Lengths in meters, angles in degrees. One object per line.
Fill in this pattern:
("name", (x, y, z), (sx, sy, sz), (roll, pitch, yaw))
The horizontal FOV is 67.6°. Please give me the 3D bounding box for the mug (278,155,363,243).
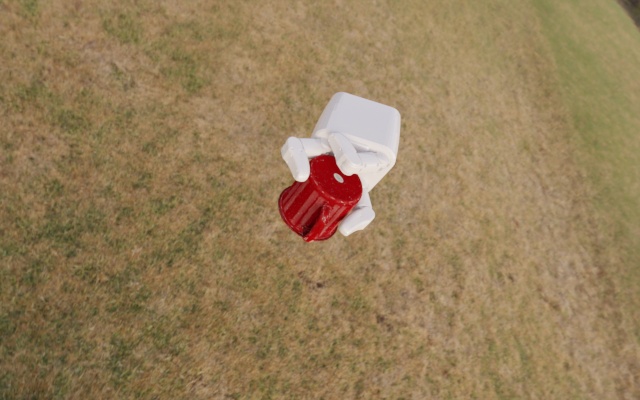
("mug", (0.000, 0.003, 0.621), (0.093, 0.117, 0.081), (28, -46, -12))
